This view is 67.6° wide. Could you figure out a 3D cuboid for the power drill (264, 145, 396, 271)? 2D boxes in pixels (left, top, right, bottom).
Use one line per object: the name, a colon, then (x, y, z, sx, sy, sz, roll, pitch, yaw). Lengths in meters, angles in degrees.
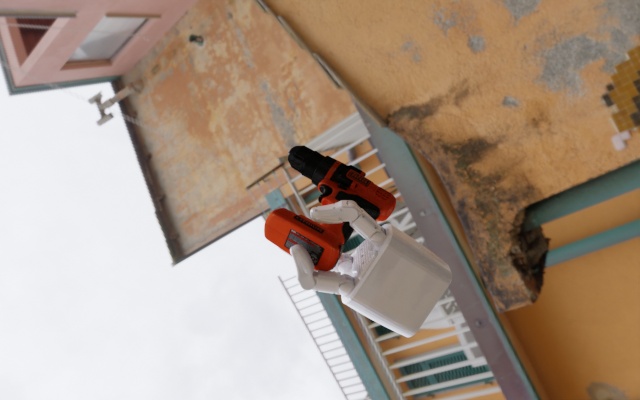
power drill: (0.000, 0.003, 0.676, 0.184, 0.057, 0.187, 30, 41, 11)
